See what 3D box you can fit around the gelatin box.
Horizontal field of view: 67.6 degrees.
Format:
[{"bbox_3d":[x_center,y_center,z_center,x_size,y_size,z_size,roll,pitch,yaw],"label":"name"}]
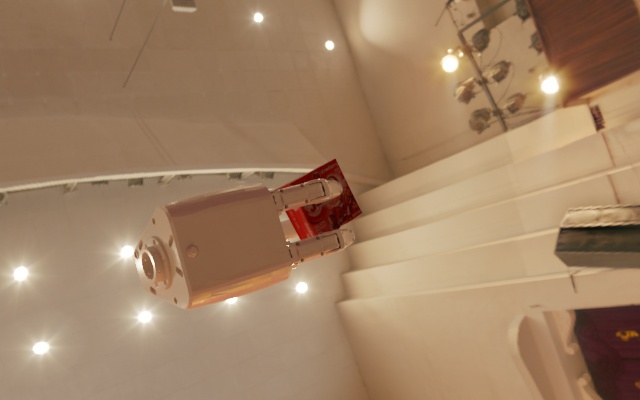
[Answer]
[{"bbox_3d":[0.000,0.002,0.541,0.030,0.073,0.089,-22,6,44],"label":"gelatin box"}]
